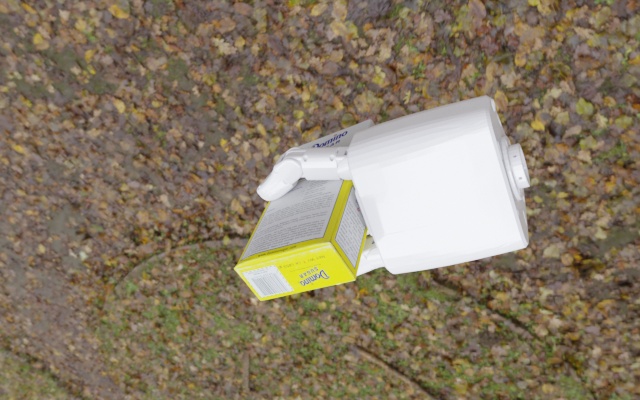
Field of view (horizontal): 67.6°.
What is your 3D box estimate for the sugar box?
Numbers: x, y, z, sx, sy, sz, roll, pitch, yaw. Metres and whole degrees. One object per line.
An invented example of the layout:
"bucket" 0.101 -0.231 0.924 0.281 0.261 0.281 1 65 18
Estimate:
"sugar box" 0.000 0.002 0.419 0.093 0.048 0.176 -17 29 30
